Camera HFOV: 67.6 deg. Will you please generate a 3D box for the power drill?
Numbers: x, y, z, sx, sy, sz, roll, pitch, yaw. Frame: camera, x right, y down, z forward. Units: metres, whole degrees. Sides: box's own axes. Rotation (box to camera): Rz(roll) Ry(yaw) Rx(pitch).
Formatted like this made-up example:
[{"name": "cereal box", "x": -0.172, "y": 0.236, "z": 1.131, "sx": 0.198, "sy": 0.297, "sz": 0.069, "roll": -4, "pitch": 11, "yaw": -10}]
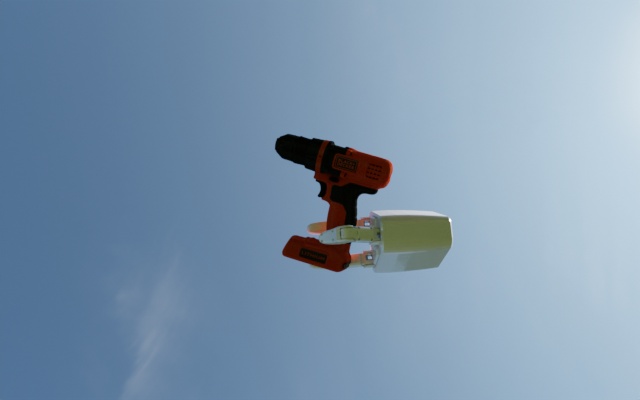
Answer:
[{"name": "power drill", "x": 0.000, "y": 0.003, "z": 0.729, "sx": 0.184, "sy": 0.188, "sz": 0.057, "roll": 17, "pitch": 8, "yaw": 12}]
